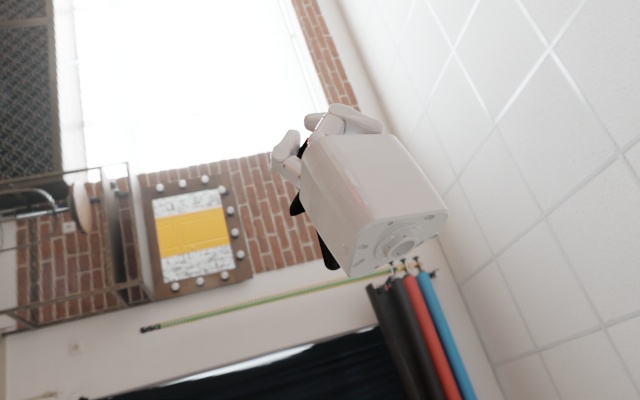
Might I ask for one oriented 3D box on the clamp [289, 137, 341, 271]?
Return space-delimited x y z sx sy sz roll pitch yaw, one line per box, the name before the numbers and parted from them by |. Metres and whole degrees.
clamp | 0.001 0.001 0.564 0.039 0.120 0.172 -26 -32 -23
